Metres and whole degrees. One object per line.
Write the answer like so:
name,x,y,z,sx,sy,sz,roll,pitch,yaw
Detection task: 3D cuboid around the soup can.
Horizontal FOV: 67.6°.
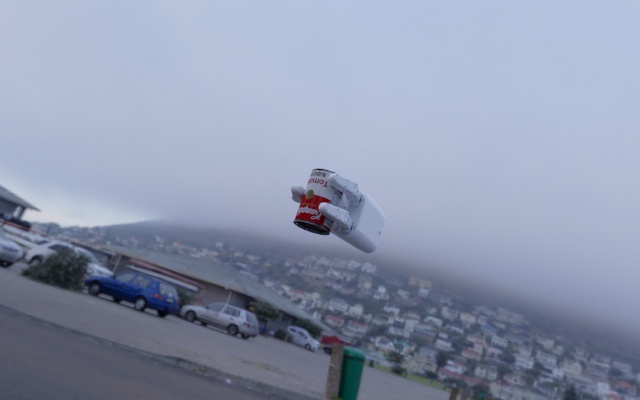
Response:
soup can,0.000,0.002,0.847,0.068,0.102,0.068,18,-15,5
